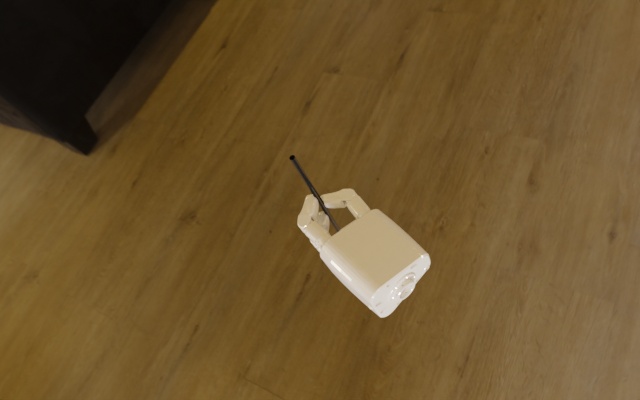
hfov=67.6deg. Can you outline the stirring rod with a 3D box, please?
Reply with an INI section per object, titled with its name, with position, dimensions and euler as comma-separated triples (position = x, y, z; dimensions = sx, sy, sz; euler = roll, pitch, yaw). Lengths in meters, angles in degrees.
[stirring rod]
position = 0.000, 0.002, 0.731
dimensions = 0.011, 0.011, 0.240
euler = 0, -30, 21
